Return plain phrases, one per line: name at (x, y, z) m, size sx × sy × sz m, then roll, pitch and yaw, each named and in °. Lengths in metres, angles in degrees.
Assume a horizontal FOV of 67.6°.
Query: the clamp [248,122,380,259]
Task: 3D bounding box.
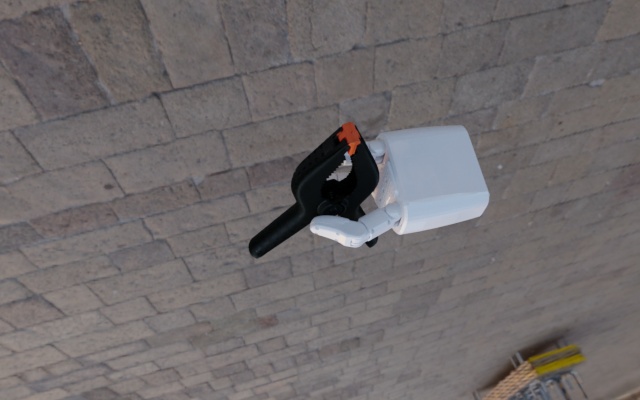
clamp at (0.001, 0.002, 0.524) m, size 0.164 × 0.036 × 0.210 m, roll -9°, pitch -35°, yaw -12°
